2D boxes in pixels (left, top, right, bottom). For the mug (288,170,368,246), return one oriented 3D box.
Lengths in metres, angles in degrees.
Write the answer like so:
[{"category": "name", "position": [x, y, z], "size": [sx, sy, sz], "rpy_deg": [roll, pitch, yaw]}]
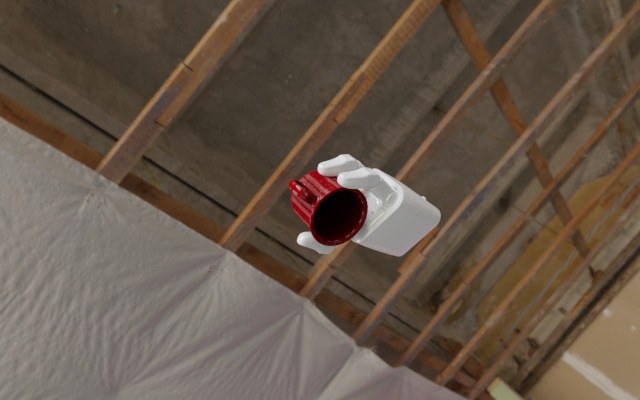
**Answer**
[{"category": "mug", "position": [-0.001, 0.002, 0.687], "size": [0.117, 0.093, 0.081], "rpy_deg": [26, 10, -38]}]
